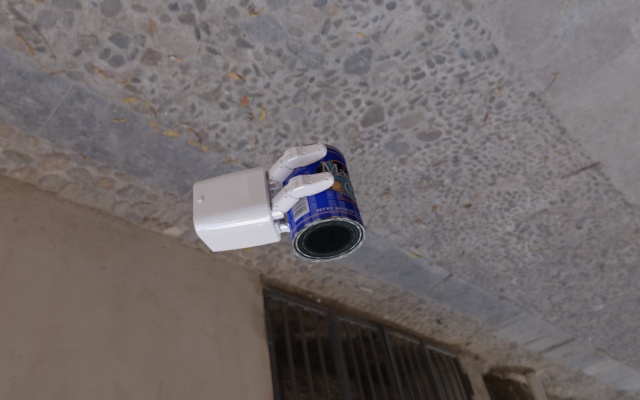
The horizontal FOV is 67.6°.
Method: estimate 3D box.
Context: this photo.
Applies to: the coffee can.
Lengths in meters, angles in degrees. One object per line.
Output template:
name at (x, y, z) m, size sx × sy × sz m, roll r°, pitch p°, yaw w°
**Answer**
coffee can at (0.000, 0.002, 0.690) m, size 0.103 × 0.140 × 0.103 m, roll -7°, pitch -39°, yaw -6°
